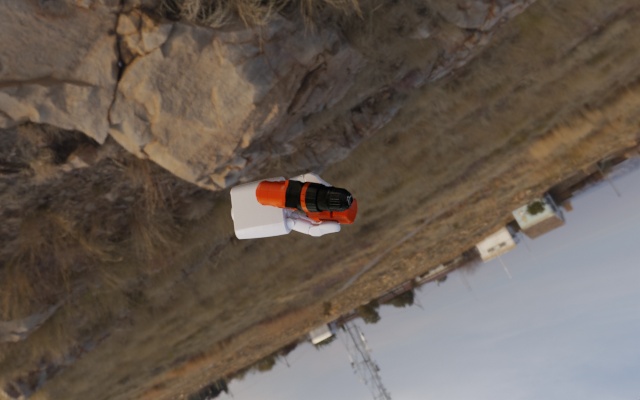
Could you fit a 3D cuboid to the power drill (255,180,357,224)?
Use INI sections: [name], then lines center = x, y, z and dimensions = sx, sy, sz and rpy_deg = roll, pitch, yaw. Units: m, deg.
[power drill]
center = 0.000, 0.003, 0.883
dimensions = 0.184, 0.057, 0.188
rpy_deg = 7, -7, 28
